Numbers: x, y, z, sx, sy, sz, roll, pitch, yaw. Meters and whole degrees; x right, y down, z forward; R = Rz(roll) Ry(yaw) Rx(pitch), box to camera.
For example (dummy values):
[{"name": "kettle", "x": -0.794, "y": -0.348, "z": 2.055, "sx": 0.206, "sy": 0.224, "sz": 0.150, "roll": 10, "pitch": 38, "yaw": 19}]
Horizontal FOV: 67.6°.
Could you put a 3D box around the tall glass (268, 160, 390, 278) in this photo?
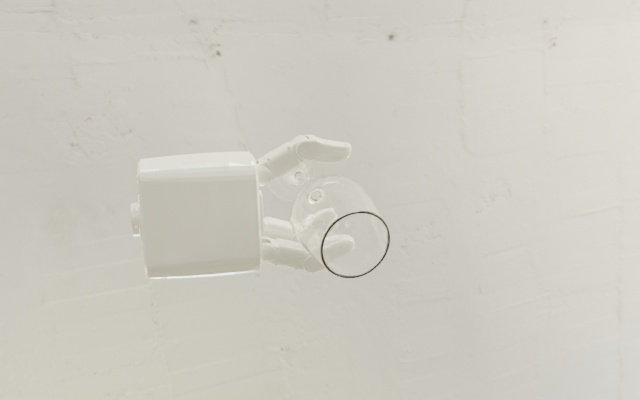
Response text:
[{"name": "tall glass", "x": 0.000, "y": 0.001, "z": 0.480, "sx": 0.079, "sy": 0.079, "sz": 0.201, "roll": 0, "pitch": 21, "yaw": -19}]
